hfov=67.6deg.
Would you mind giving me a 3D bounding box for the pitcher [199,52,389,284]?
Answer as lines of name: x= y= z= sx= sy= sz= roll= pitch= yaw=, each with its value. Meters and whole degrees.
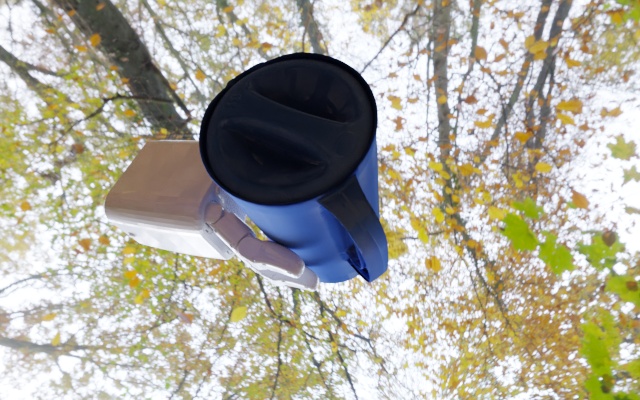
pitcher: x=0.000 y=0.001 z=0.440 sx=0.145 sy=0.149 sz=0.243 roll=4 pitch=-25 yaw=14
